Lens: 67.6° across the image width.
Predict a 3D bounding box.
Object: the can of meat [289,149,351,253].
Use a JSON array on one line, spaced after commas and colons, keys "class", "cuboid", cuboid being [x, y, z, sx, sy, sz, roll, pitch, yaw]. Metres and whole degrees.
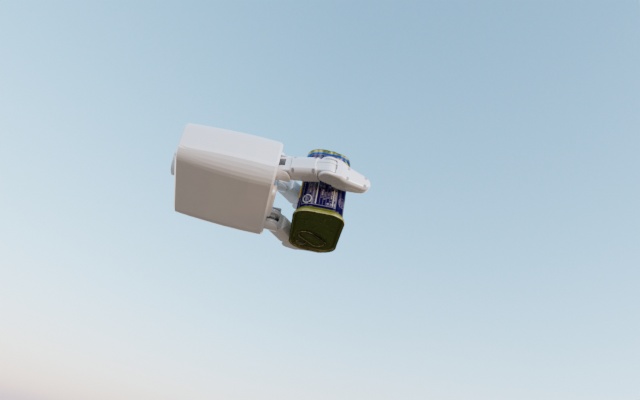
[{"class": "can of meat", "cuboid": [0.000, 0.002, 0.559, 0.057, 0.084, 0.102, 11, -30, -2]}]
